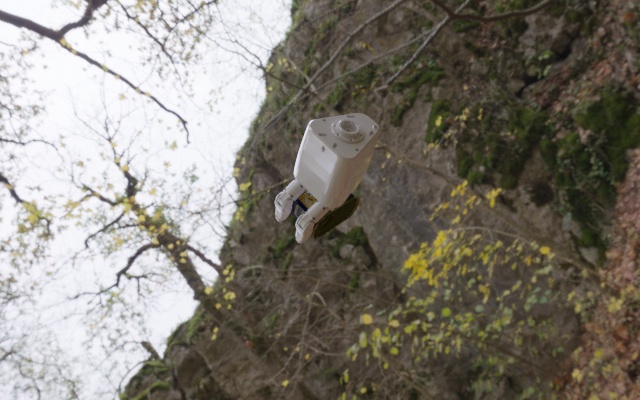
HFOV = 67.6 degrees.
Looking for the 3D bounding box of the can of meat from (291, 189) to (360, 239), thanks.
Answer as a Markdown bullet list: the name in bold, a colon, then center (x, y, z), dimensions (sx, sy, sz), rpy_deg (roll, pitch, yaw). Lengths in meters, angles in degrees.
- **can of meat**: center (0.000, 0.002, 0.806), dimensions (0.102, 0.084, 0.057), rpy_deg (-32, -25, -30)
